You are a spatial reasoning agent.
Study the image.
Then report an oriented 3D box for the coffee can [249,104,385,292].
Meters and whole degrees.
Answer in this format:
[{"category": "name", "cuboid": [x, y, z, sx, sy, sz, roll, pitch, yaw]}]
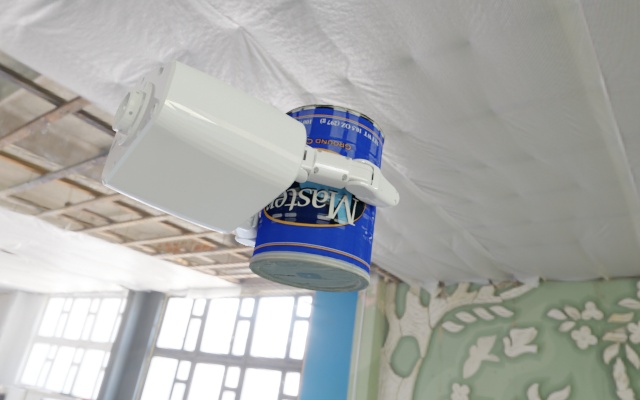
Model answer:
[{"category": "coffee can", "cuboid": [0.000, 0.002, 0.428, 0.103, 0.140, 0.103, 8, -22, 3]}]
